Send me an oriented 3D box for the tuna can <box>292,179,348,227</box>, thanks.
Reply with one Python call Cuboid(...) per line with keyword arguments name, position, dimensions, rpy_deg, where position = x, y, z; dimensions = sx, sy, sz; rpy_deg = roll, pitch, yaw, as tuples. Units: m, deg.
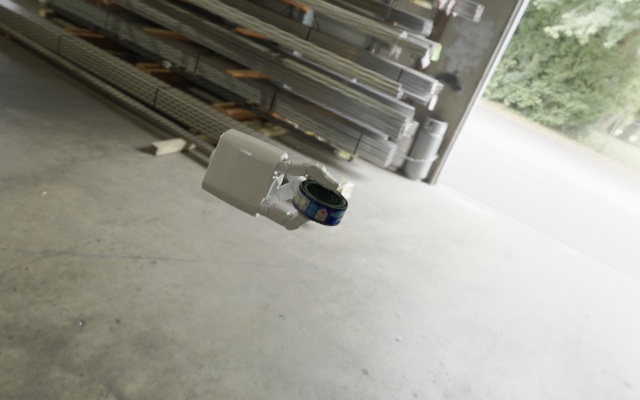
Cuboid(name="tuna can", position=(0.000, 0.002, 0.755), dimensions=(0.086, 0.034, 0.086), rpy_deg=(23, 23, -10))
